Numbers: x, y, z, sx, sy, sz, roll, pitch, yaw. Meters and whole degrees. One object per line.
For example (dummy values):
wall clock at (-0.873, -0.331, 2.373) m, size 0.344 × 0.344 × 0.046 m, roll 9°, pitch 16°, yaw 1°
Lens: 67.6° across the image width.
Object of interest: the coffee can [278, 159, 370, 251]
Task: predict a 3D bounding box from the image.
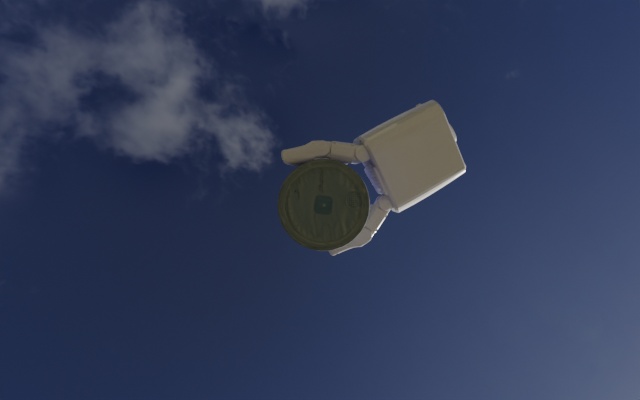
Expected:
coffee can at (0.000, 0.002, 0.597) m, size 0.103 × 0.103 × 0.140 m, roll 0°, pitch 3°, yaw -3°
